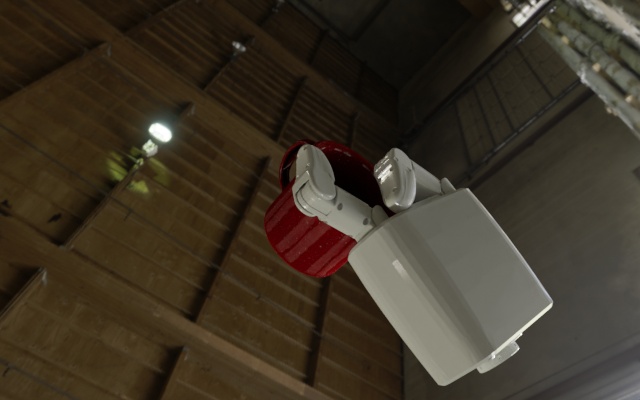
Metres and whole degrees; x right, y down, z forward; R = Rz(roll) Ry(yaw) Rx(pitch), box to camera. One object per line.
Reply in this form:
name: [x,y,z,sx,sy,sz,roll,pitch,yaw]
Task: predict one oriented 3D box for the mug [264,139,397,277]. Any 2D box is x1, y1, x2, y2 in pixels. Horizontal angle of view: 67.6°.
mug: [-0.001,0.000,0.406,0.093,0.117,0.081,-3,-37,-52]
